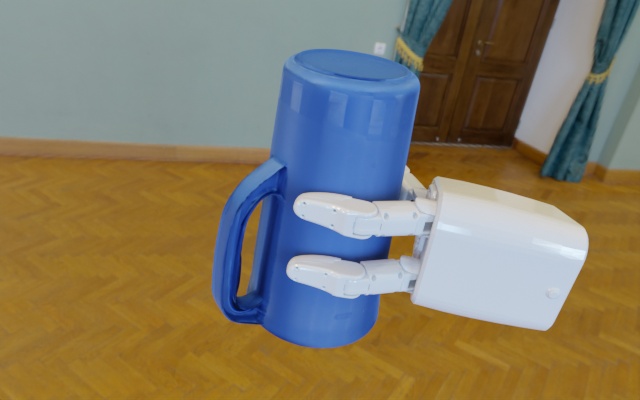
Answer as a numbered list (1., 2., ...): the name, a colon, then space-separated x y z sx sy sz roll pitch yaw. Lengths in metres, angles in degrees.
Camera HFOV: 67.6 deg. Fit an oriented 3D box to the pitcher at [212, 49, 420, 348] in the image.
1. pitcher: 0.000 0.001 0.418 0.145 0.243 0.149 13 29 8
